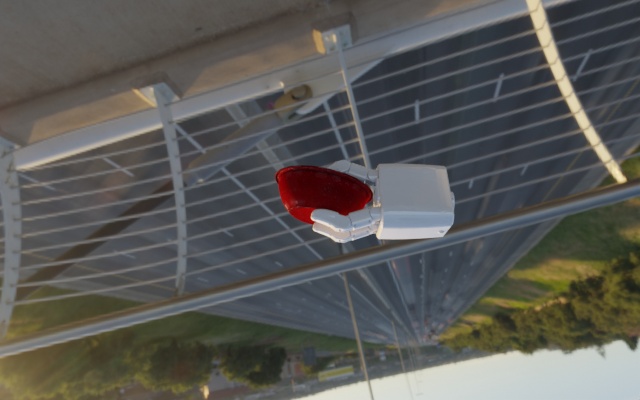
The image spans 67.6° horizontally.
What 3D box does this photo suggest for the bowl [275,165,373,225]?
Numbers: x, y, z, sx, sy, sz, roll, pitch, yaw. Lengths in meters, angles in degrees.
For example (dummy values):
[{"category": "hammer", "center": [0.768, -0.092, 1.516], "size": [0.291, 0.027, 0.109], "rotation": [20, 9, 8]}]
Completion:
[{"category": "bowl", "center": [-0.001, 0.003, 0.762], "size": [0.162, 0.055, 0.162], "rotation": [12, -19, 4]}]
